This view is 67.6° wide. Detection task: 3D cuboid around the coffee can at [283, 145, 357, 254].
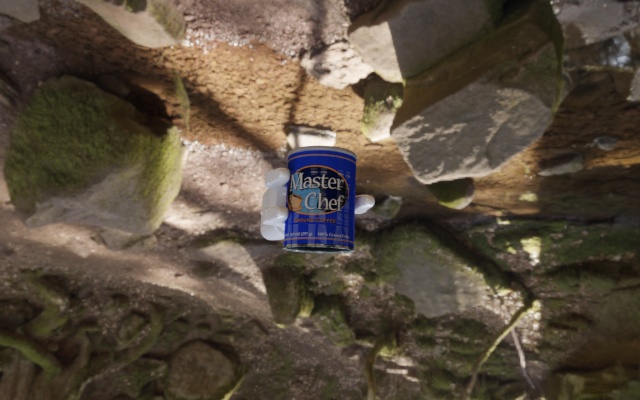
[{"bbox_3d":[0.000,0.002,0.691,0.103,0.140,0.103,2,-11,0],"label":"coffee can"}]
